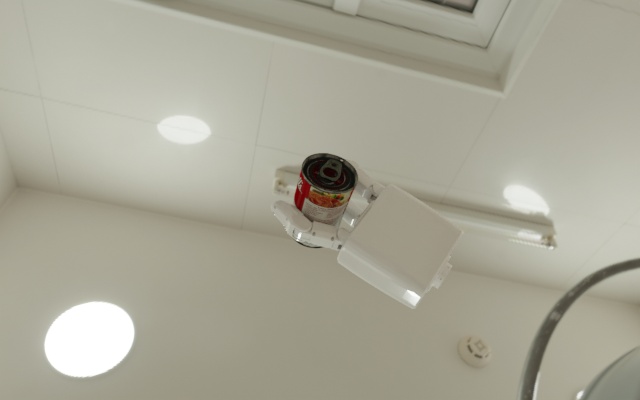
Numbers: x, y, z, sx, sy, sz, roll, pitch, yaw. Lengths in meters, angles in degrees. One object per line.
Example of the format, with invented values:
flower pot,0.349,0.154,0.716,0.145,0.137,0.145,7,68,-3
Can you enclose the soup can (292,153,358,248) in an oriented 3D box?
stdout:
soup can,0.000,0.002,0.587,0.068,0.068,0.102,0,-44,-18
